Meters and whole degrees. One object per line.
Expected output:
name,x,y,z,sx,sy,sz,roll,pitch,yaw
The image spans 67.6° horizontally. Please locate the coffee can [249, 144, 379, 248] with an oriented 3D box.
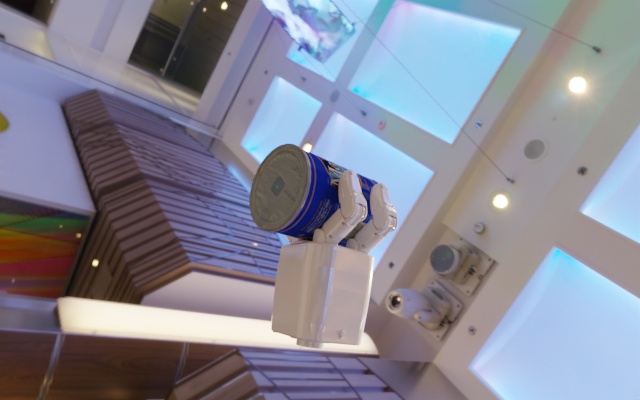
coffee can,0.000,0.002,0.582,0.140,0.103,0.103,20,-13,-40
